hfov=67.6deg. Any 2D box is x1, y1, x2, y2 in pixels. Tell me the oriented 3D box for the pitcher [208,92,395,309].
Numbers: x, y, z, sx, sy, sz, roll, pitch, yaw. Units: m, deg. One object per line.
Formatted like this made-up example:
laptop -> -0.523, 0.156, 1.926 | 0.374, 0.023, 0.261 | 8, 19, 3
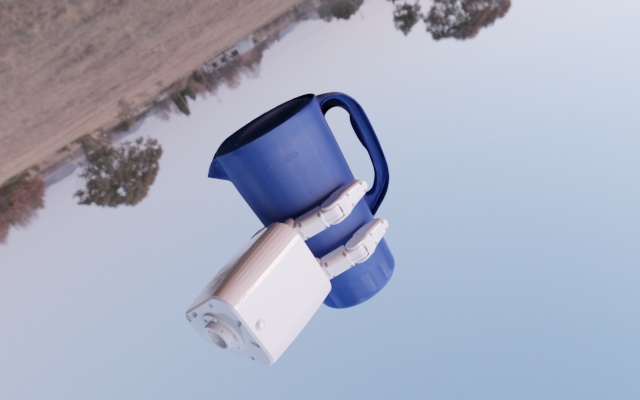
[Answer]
pitcher -> 0.000, 0.002, 0.565 | 0.149, 0.243, 0.145 | -11, 29, 44
